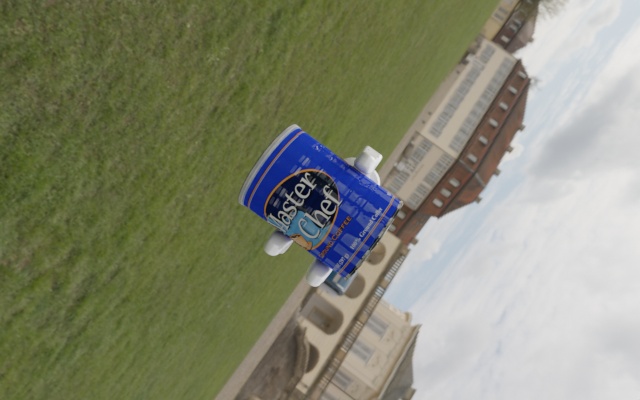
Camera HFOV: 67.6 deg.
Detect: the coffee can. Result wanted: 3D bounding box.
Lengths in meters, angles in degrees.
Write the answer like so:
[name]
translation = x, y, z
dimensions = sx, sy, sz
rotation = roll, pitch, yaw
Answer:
[coffee can]
translation = 0.000, 0.001, 0.503
dimensions = 0.140, 0.103, 0.103
rotation = 36, 3, 4
